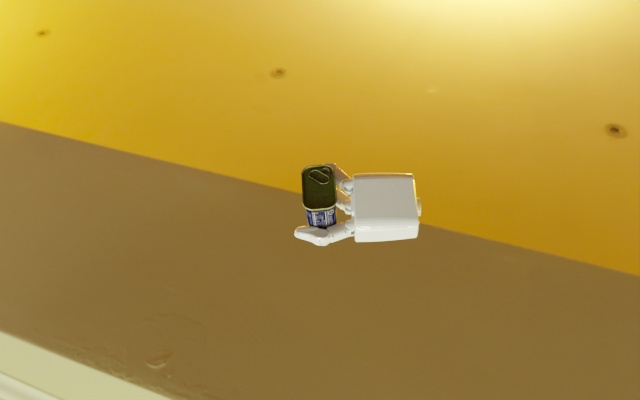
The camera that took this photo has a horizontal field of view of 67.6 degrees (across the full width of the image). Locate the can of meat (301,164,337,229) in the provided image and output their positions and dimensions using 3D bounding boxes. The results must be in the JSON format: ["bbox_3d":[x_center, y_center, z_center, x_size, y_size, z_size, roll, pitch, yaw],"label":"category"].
[{"bbox_3d":[0.000,0.003,0.827,0.057,0.102,0.084,-6,-41,1],"label":"can of meat"}]
